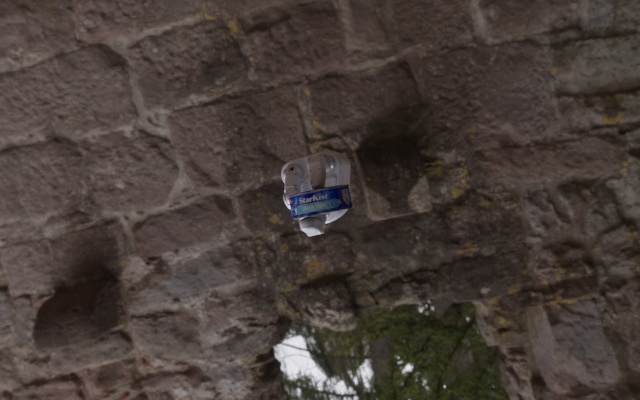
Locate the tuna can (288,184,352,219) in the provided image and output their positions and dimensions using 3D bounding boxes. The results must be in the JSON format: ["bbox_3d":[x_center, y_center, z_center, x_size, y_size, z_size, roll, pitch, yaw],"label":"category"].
[{"bbox_3d":[0.000,0.003,0.658,0.086,0.034,0.086,-11,-1,0],"label":"tuna can"}]
